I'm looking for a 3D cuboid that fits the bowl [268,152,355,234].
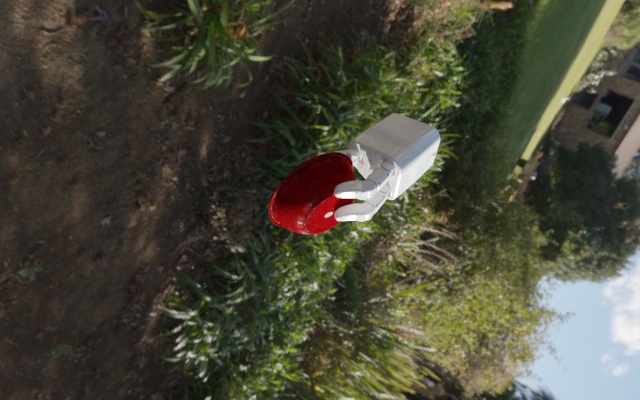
[{"bbox_3d":[-0.001,0.004,0.754,0.162,0.162,0.055,0,43,-48],"label":"bowl"}]
